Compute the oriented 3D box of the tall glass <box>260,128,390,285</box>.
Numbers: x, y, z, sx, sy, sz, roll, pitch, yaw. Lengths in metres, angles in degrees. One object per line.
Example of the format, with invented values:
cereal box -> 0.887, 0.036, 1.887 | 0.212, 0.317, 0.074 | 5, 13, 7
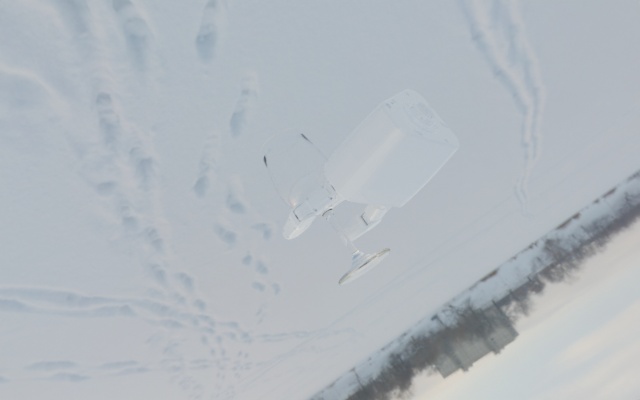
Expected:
tall glass -> 0.000, 0.003, 0.602 | 0.079, 0.201, 0.079 | -31, -19, -12
